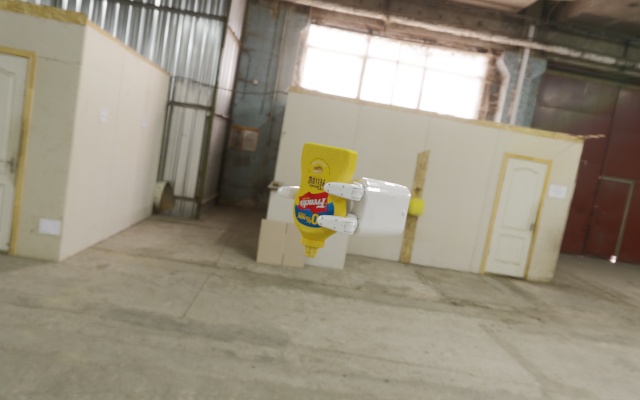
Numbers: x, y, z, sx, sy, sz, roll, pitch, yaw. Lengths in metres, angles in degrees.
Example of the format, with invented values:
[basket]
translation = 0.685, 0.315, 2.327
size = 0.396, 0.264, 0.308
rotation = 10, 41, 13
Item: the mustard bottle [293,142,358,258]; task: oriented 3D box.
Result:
[mustard bottle]
translation = 0.000, 0.002, 0.809
size = 0.096, 0.191, 0.058
rotation = 14, 7, 30
